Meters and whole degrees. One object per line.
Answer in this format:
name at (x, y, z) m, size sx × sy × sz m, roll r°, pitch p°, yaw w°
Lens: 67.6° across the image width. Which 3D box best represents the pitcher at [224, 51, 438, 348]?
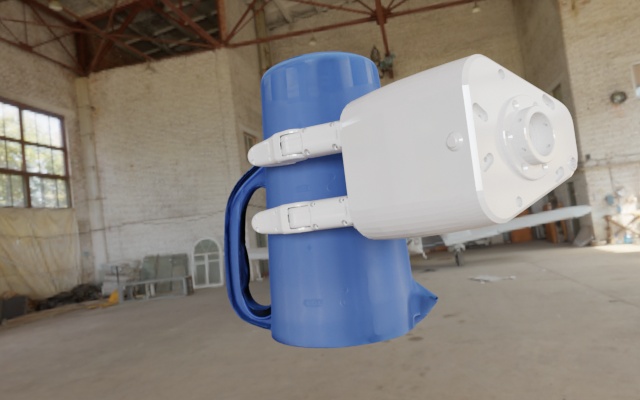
pitcher at (0.000, 0.001, 0.434) m, size 0.149 × 0.243 × 0.145 m, roll -5°, pitch -3°, yaw -33°
